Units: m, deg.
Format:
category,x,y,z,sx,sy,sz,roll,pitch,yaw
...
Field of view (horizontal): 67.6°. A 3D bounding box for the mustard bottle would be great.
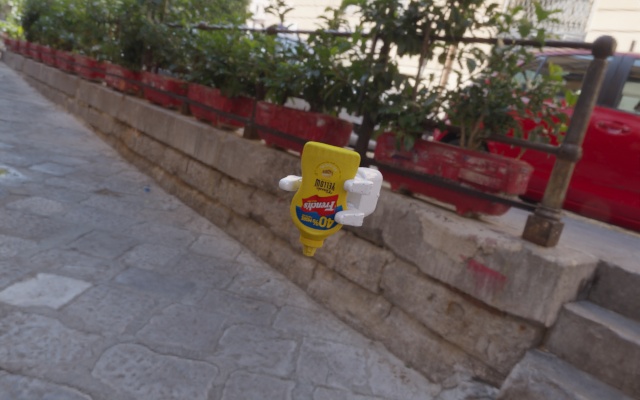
category,x,y,z,sx,sy,sz,roll,pitch,yaw
mustard bottle,0.000,0.002,0.811,0.096,0.192,0.058,13,11,-2
